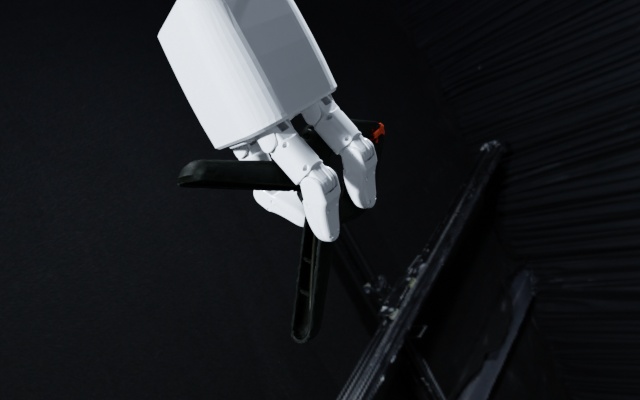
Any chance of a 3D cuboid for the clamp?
[{"bbox_3d":[0.000,0.001,0.407,0.036,0.164,0.210,-10,22,46],"label":"clamp"}]
